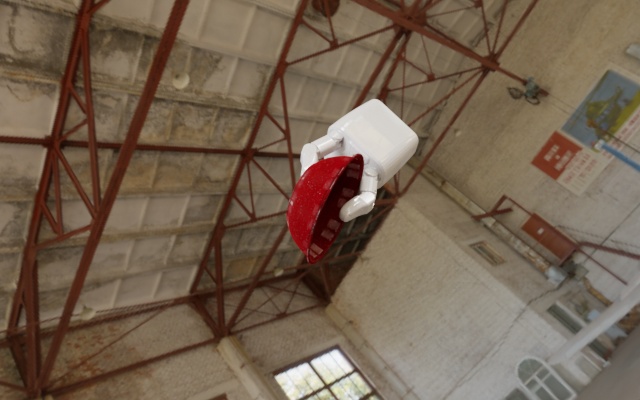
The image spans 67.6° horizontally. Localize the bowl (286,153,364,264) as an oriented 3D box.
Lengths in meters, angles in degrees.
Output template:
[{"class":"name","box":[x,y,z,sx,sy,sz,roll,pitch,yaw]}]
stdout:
[{"class":"bowl","box":[-0.001,0.003,0.644,0.055,0.162,0.162,24,6,15]}]
